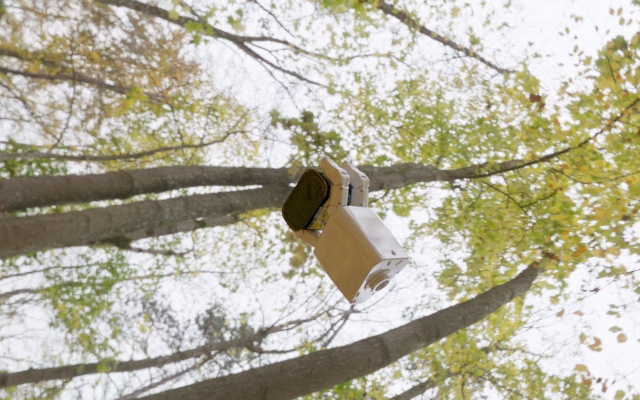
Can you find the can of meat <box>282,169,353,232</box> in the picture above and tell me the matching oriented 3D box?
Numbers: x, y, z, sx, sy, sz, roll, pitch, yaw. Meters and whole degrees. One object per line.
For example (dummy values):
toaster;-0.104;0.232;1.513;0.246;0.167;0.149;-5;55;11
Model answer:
can of meat;0.000;0.003;0.772;0.084;0.102;0.057;5;37;-48
